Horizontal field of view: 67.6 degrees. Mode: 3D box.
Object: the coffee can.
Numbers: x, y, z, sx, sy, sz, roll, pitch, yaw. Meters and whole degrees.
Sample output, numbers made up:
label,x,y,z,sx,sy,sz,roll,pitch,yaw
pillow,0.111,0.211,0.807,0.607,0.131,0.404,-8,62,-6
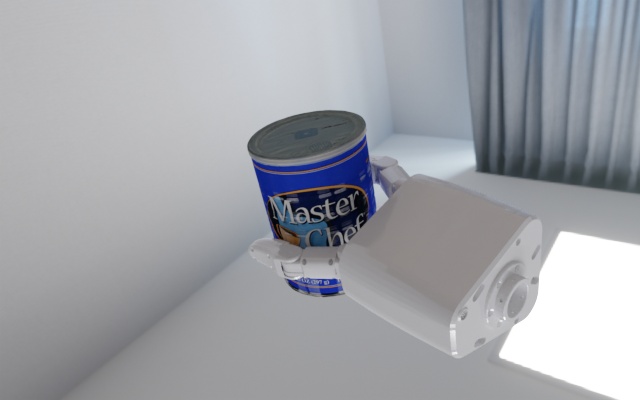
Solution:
label,x,y,z,sx,sy,sz,roll,pitch,yaw
coffee can,0.000,0.001,0.438,0.103,0.140,0.102,-9,29,5
